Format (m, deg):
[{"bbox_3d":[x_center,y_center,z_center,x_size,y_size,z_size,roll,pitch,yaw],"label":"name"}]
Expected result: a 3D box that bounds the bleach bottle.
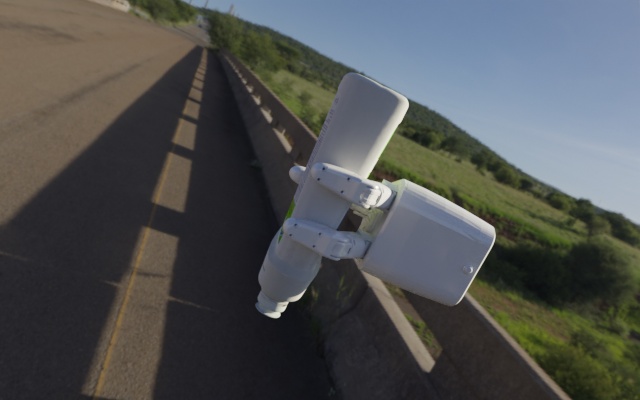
[{"bbox_3d":[0.000,0.002,0.480,0.068,0.251,0.102,26,11,-3],"label":"bleach bottle"}]
